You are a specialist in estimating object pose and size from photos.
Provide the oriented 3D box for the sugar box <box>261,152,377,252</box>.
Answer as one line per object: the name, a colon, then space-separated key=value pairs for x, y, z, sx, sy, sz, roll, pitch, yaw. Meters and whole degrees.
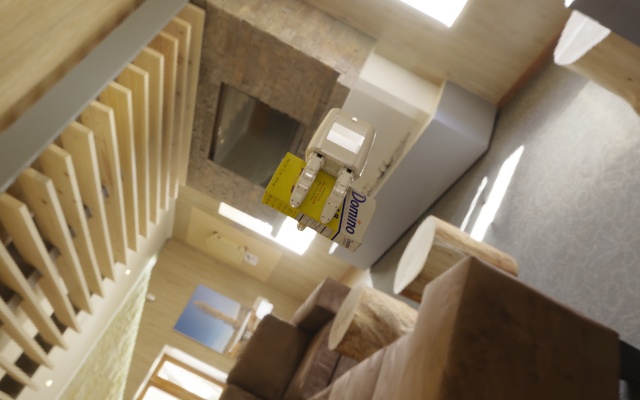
sugar box: x=0.000 y=0.002 z=0.792 sx=0.176 sy=0.093 sz=0.048 roll=27 pitch=-33 yaw=-2
